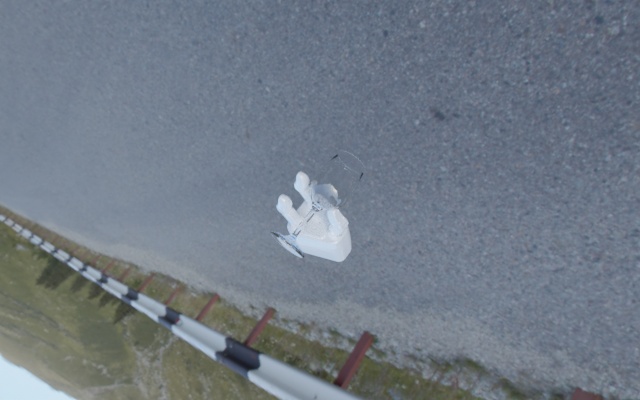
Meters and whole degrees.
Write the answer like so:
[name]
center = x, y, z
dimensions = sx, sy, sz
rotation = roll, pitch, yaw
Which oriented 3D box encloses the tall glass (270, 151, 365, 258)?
[tall glass]
center = 0.000, 0.003, 0.865
dimensions = 0.079, 0.201, 0.079
rotation = 34, -18, 12
